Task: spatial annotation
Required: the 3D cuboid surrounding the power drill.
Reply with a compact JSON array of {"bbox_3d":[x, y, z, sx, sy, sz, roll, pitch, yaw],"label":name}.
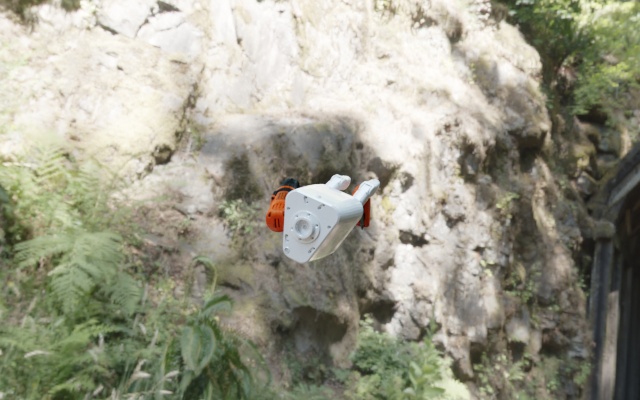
[{"bbox_3d":[0.001,0.003,0.897,0.187,0.057,0.184,-2,25,7],"label":"power drill"}]
